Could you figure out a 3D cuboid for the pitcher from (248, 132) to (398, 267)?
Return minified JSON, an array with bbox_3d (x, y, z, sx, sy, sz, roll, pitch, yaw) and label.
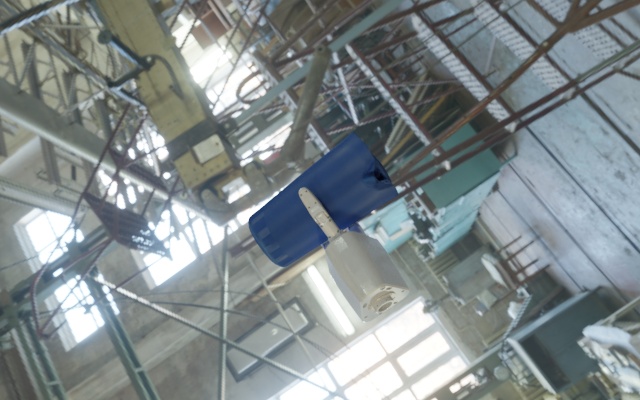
[{"bbox_3d":[0.000,0.003,0.827,0.243,0.145,0.149,-36,-31,3],"label":"pitcher"}]
